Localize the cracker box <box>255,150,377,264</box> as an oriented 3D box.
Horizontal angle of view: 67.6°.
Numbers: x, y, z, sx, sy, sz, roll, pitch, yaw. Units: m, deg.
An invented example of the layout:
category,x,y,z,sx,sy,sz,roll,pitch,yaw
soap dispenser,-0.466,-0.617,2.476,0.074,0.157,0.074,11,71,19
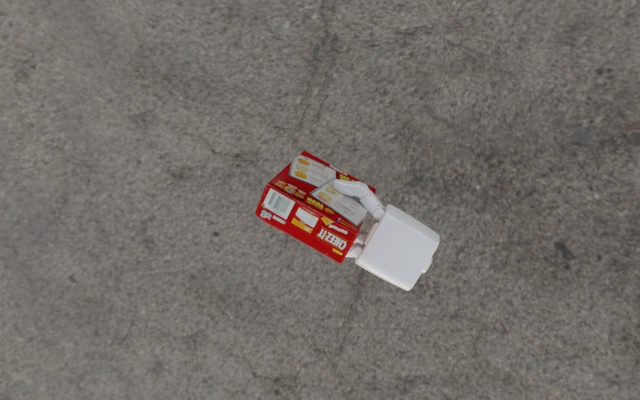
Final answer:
category,x,y,z,sx,sy,sz,roll,pitch,yaw
cracker box,0.000,0.003,0.840,0.164,0.072,0.213,29,24,3
